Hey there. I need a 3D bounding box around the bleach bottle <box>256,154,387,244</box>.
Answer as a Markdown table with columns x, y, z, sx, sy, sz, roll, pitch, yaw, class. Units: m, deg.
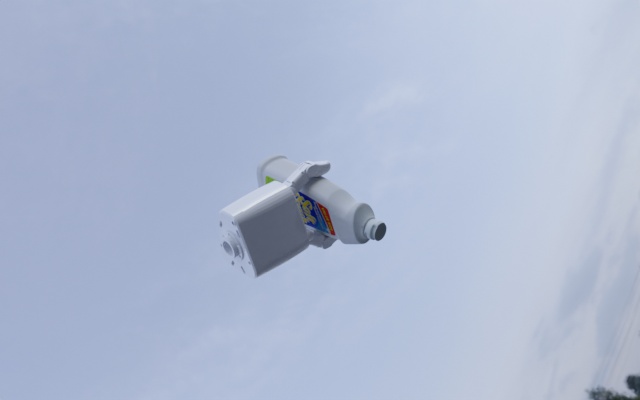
| x | y | z | sx | sy | sz | roll | pitch | yaw | class |
| --- | --- | --- | --- | --- | --- | --- | --- | --- | --- |
| 0.000 | 0.003 | 0.777 | 0.068 | 0.103 | 0.250 | -29 | 36 | -36 | bleach bottle |
